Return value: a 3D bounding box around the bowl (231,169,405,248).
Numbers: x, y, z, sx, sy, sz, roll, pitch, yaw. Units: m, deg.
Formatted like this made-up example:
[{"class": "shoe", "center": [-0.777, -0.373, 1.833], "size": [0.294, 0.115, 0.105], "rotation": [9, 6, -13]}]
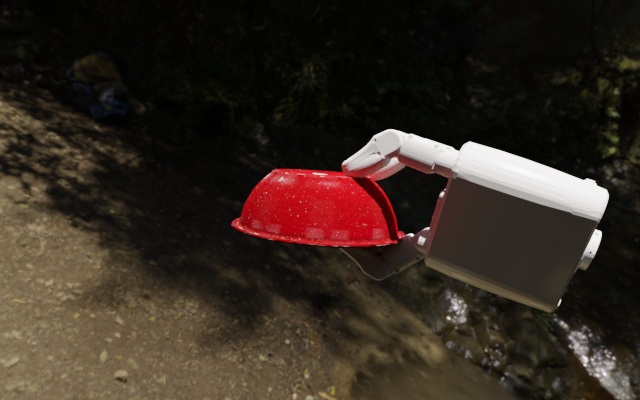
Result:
[{"class": "bowl", "center": [-0.001, 0.001, 0.446], "size": [0.162, 0.055, 0.162], "rotation": [4, 6, 0]}]
